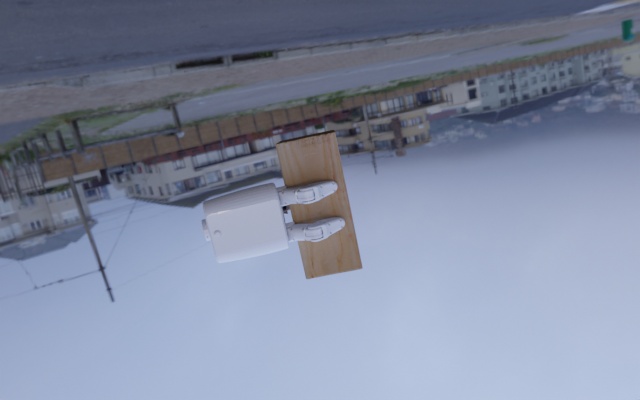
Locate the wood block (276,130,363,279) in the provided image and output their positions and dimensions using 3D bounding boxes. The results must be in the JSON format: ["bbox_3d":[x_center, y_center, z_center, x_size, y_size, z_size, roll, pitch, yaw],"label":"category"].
[{"bbox_3d":[0.000,0.003,0.735,0.090,0.206,0.091,-11,11,2],"label":"wood block"}]
